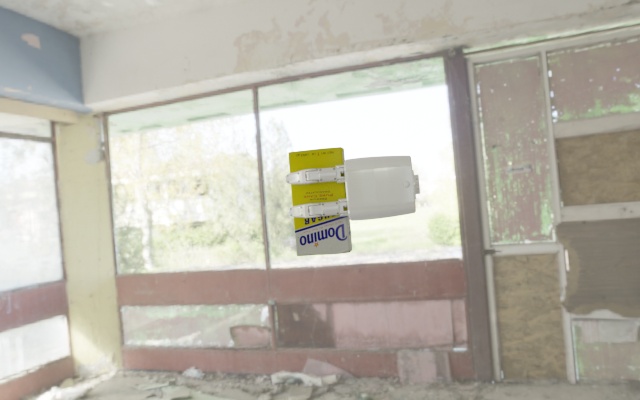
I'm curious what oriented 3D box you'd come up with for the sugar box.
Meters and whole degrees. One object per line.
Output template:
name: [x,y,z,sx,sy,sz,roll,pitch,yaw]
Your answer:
sugar box: [0.000,0.003,0.802,0.093,0.176,0.048,-5,-1,10]
